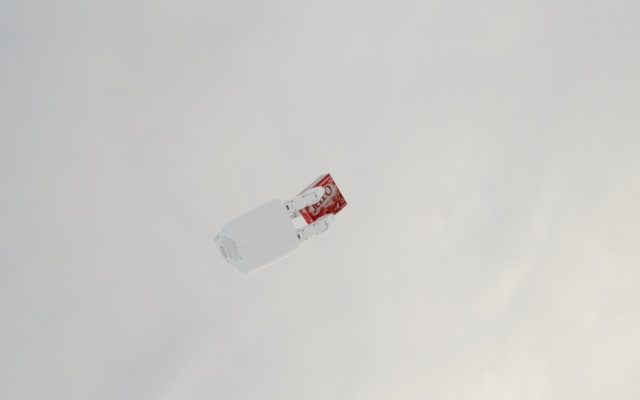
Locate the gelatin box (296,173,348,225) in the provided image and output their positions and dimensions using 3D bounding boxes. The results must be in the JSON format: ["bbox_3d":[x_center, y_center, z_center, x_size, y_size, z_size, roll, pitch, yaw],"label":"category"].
[{"bbox_3d":[0.000,0.003,0.898,0.089,0.073,0.030,-42,19,-31],"label":"gelatin box"}]
